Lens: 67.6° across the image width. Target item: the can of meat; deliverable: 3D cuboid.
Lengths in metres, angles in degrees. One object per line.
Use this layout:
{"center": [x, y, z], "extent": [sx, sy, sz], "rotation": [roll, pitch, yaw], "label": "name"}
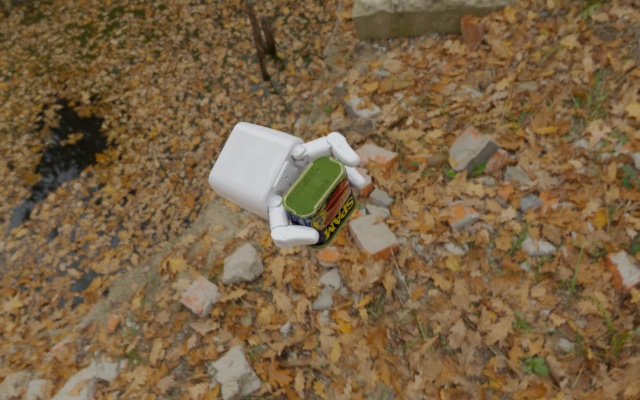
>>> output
{"center": [0.000, 0.002, 0.643], "extent": [0.057, 0.102, 0.084], "rotation": [26, -24, 29], "label": "can of meat"}
